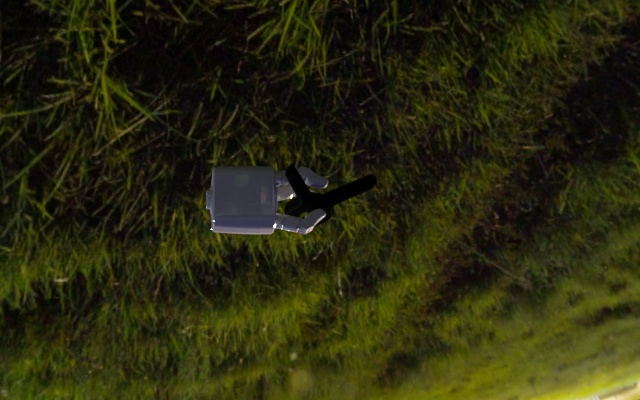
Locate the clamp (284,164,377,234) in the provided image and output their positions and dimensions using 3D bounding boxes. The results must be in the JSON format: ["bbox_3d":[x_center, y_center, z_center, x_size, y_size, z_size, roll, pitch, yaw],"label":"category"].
[{"bbox_3d":[0.000,0.004,0.878,0.164,0.036,0.210,3,-31,-15],"label":"clamp"}]
